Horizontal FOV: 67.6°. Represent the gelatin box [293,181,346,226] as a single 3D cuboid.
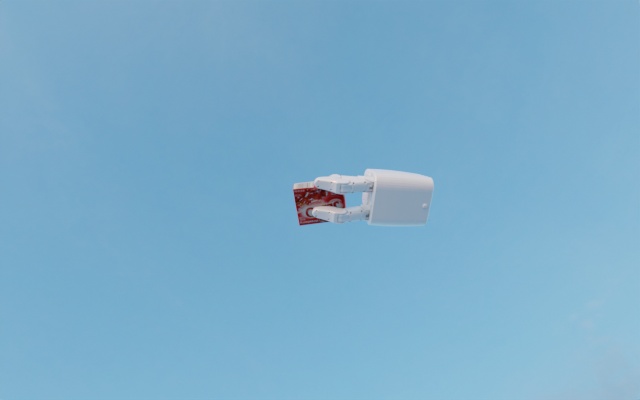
[{"bbox_3d":[0.000,0.003,0.852,0.089,0.073,0.030,-7,25,5],"label":"gelatin box"}]
